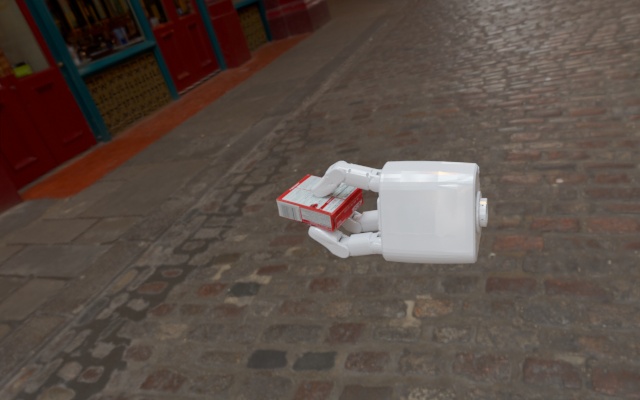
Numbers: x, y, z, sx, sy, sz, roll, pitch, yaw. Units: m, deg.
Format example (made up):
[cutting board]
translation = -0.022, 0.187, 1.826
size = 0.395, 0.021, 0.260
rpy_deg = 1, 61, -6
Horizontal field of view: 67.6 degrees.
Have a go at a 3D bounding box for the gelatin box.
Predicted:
[gelatin box]
translation = 0.000, 0.002, 0.620
size = 0.089, 0.030, 0.073
rpy_deg = 15, 38, 31
